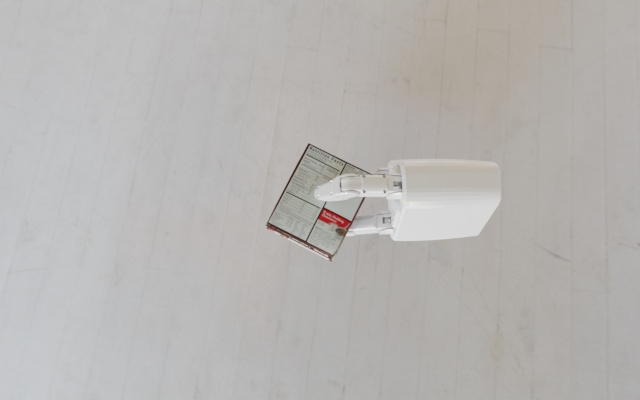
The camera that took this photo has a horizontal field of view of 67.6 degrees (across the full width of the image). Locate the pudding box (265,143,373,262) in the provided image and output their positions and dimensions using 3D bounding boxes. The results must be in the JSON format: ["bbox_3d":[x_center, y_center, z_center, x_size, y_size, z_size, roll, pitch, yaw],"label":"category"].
[{"bbox_3d":[0.000,0.002,0.562,0.090,0.113,0.039,27,-13,4],"label":"pudding box"}]
